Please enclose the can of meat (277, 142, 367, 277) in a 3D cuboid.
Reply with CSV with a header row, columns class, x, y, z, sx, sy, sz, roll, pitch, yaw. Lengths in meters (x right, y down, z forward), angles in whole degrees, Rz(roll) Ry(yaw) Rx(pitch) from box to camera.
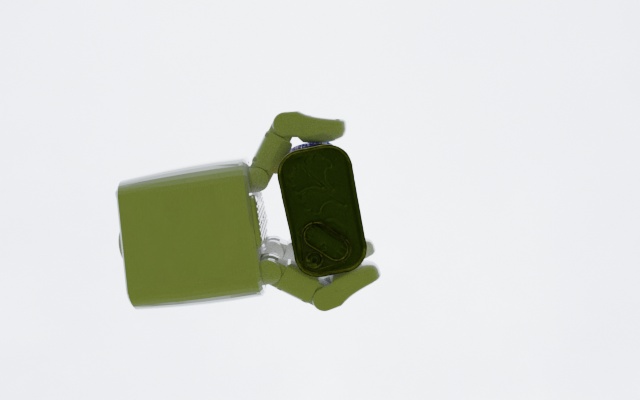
class,x,y,z,sx,sy,sz,roll,pitch,yaw
can of meat,0.000,0.001,0.403,0.057,0.102,0.084,-11,12,0
